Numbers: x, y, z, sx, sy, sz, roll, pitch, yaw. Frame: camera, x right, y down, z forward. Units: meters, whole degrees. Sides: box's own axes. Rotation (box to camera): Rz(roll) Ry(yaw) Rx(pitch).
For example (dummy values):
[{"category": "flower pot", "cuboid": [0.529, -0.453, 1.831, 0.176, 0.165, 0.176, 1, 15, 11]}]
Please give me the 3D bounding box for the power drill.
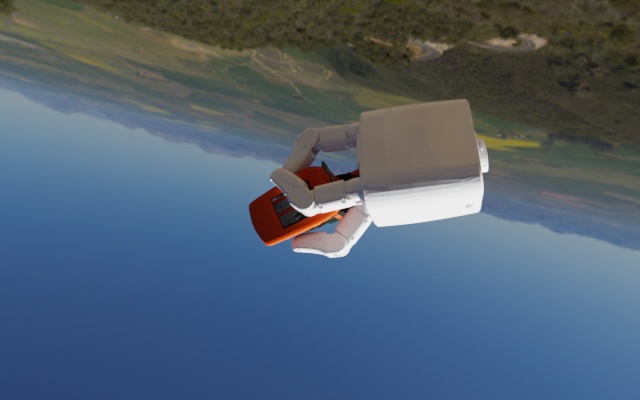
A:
[{"category": "power drill", "cuboid": [0.000, 0.002, 0.573, 0.184, 0.057, 0.187, -30, -6, 29]}]
